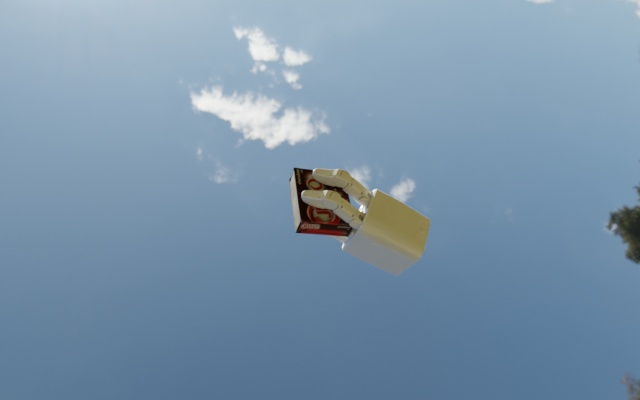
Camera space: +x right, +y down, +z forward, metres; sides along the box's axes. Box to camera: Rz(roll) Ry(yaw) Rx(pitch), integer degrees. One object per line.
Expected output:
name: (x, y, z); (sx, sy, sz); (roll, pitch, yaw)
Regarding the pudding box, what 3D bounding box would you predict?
pudding box: (0.000, 0.003, 0.774); (0.090, 0.113, 0.039); (6, -42, -20)
